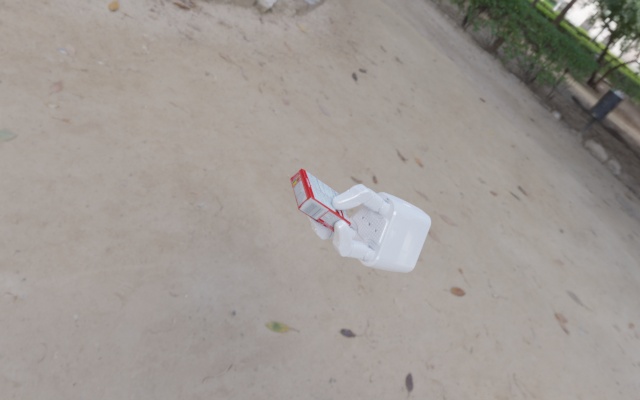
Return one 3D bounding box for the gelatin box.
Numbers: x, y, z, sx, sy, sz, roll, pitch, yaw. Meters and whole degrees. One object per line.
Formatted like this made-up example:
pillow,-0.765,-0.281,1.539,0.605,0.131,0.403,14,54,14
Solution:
gelatin box,0.000,0.002,0.706,0.089,0.030,0.073,34,23,-34
